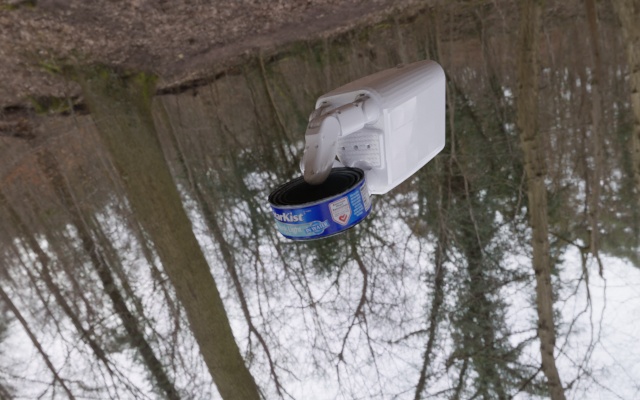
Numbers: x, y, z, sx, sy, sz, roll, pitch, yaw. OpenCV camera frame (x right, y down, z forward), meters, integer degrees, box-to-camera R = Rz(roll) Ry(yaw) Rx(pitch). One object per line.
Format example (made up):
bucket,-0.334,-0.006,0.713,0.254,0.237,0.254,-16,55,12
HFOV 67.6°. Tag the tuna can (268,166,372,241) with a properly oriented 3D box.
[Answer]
tuna can,0.000,0.002,0.414,0.086,0.034,0.086,-14,18,5
